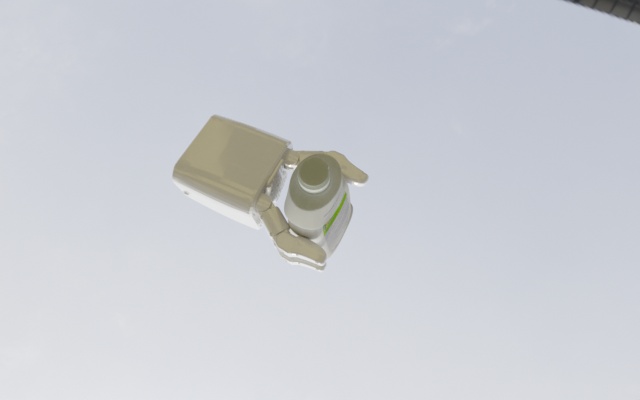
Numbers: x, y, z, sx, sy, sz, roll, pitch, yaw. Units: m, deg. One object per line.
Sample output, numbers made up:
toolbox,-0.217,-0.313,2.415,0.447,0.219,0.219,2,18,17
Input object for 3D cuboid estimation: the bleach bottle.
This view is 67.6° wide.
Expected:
bleach bottle,0.000,0.002,0.564,0.068,0.102,0.251,23,-15,8
